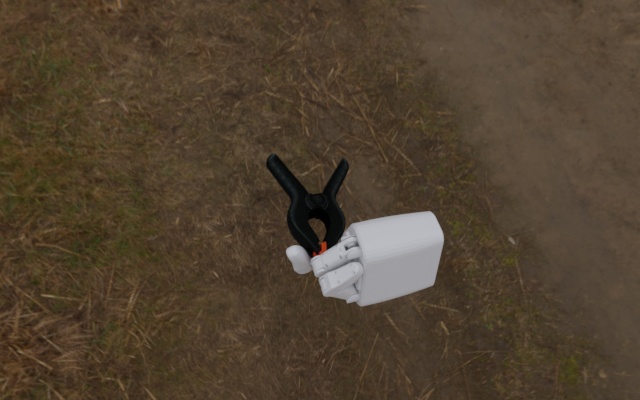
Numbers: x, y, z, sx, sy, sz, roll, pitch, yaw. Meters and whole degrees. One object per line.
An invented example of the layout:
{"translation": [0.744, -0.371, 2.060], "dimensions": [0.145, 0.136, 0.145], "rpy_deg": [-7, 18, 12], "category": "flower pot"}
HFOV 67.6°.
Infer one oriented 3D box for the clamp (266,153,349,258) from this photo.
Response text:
{"translation": [0.000, 0.002, 0.654], "dimensions": [0.120, 0.171, 0.039], "rpy_deg": [-9, -28, -15], "category": "clamp"}
